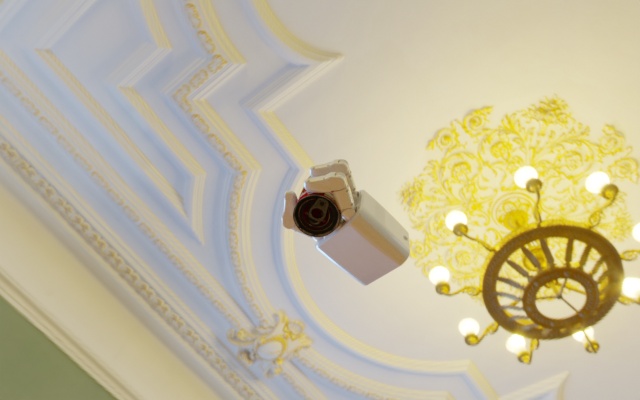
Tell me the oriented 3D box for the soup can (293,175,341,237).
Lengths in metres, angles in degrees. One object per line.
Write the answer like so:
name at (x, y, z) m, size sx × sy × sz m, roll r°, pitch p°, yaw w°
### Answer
soup can at (0.000, 0.002, 0.731) m, size 0.068 × 0.068 × 0.102 m, roll 0°, pitch 25°, yaw 8°
